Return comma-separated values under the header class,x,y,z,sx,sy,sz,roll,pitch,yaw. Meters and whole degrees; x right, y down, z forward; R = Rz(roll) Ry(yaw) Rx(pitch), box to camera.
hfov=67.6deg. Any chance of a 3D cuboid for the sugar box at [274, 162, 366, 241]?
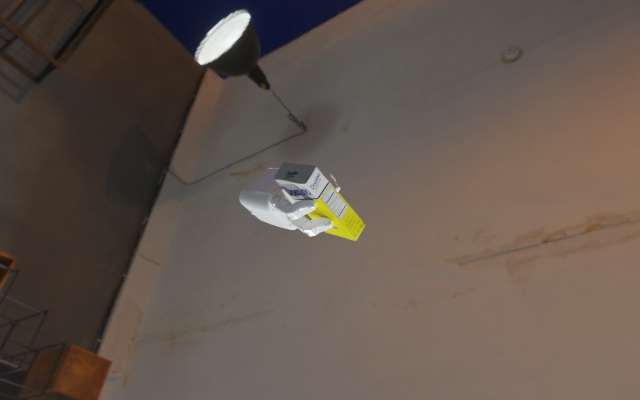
class,x,y,z,sx,sy,sz,roll,pitch,yaw
sugar box,0.000,0.003,0.879,0.093,0.048,0.176,11,-26,48
